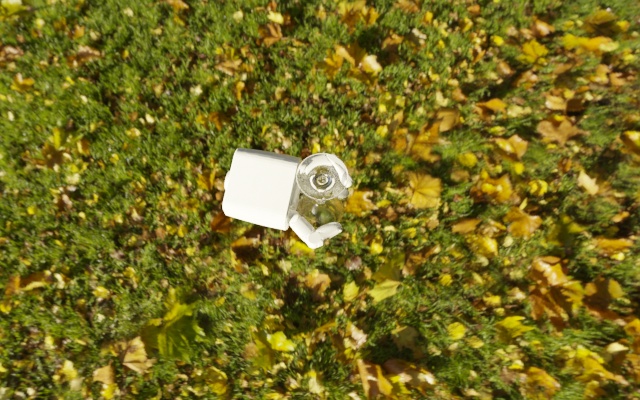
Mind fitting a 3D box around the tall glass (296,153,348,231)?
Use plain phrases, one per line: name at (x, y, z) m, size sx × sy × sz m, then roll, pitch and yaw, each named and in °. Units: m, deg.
tall glass at (0.000, 0.002, 0.767) m, size 0.079 × 0.079 × 0.201 m, roll 0°, pitch -22°, yaw -1°
